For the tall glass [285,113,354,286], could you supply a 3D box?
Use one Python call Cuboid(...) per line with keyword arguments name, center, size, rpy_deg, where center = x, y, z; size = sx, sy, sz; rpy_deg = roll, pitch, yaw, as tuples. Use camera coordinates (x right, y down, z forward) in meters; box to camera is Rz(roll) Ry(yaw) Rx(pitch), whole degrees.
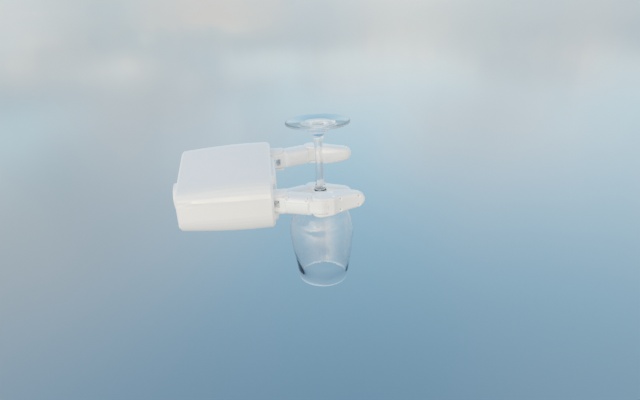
Cuboid(name="tall glass", center=(0.000, 0.001, 0.576), size=(0.079, 0.201, 0.079), rpy_deg=(-2, 23, 1))
